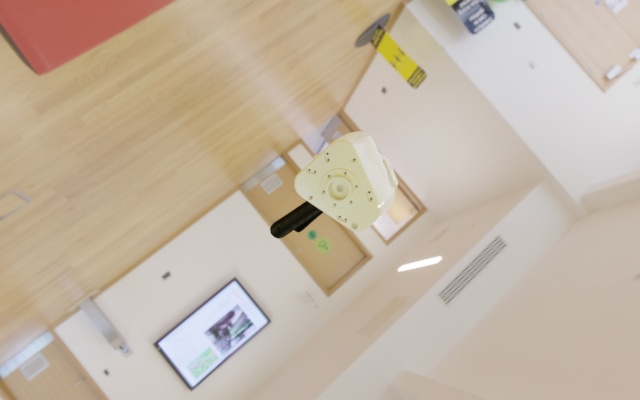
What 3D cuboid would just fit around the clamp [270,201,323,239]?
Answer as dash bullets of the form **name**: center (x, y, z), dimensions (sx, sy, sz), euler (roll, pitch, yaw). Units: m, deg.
- **clamp**: center (0.001, 0.003, 0.710), dimensions (0.171, 0.039, 0.120), euler (-41, -2, 20)
